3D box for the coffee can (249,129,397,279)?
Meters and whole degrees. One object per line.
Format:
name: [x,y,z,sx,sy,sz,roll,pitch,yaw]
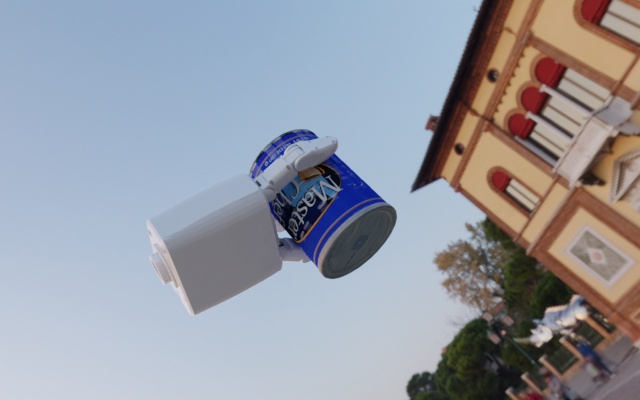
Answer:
coffee can: [0.000,0.002,0.531,0.103,0.103,0.140,0,39,-50]
